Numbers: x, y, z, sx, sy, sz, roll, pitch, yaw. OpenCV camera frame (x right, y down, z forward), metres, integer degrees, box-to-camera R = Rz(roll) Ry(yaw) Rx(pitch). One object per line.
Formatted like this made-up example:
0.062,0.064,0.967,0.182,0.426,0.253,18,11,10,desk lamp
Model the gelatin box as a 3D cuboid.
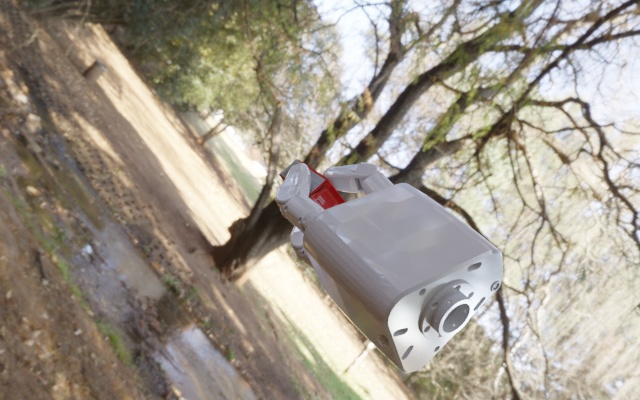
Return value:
0.000,0.001,0.495,0.030,0.073,0.089,-41,29,-6,gelatin box
